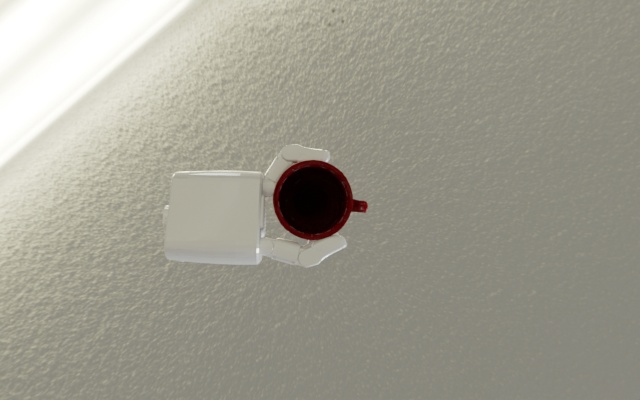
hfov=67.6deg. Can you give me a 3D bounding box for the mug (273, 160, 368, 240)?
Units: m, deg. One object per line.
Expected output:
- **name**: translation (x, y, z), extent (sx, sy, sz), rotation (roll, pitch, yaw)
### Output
- **mug**: translation (0.002, 0.002, 0.592), extent (0.117, 0.093, 0.081), rotation (4, -3, -5)
